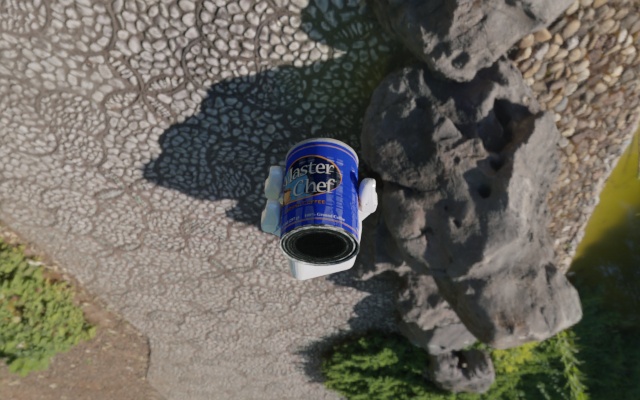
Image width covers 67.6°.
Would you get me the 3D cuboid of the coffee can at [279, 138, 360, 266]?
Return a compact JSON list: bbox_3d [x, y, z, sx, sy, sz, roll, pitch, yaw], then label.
[{"bbox_3d":[0.000,0.002,0.637,0.103,0.140,0.103,1,-35,1],"label":"coffee can"}]
